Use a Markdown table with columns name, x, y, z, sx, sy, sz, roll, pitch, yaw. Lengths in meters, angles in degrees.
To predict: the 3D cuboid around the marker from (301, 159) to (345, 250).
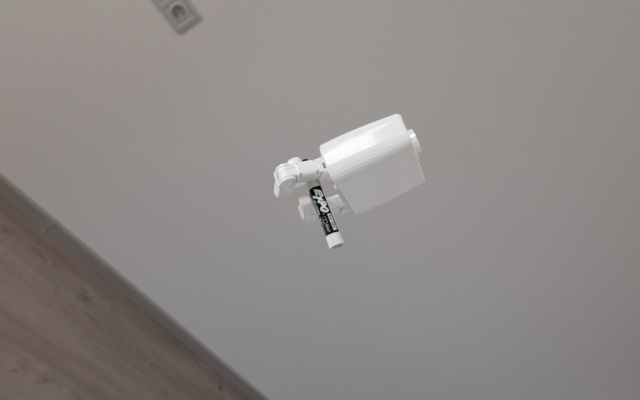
| name | x | y | z | sx | sy | sz | roll | pitch | yaw |
| --- | --- | --- | --- | --- | --- | --- | --- | --- | --- |
| marker | 0.000 | 0.002 | 0.589 | 0.020 | 0.121 | 0.020 | -18 | -20 | -7 |
